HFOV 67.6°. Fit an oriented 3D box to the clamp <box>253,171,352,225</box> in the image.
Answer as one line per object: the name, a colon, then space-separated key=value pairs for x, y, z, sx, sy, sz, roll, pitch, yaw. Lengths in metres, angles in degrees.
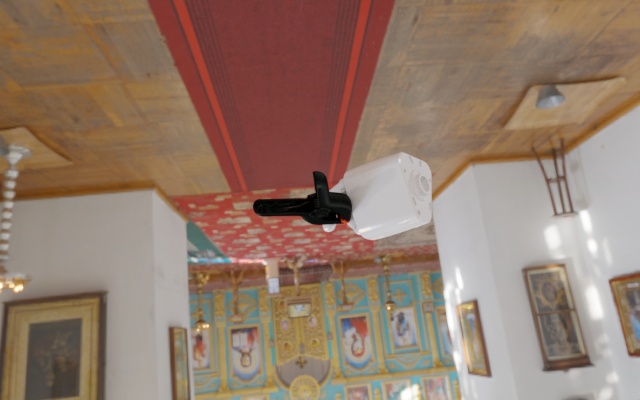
clamp: x=0.000 y=0.003 z=0.699 sx=0.120 sy=0.039 sz=0.171 roll=-23 pitch=-22 yaw=38
